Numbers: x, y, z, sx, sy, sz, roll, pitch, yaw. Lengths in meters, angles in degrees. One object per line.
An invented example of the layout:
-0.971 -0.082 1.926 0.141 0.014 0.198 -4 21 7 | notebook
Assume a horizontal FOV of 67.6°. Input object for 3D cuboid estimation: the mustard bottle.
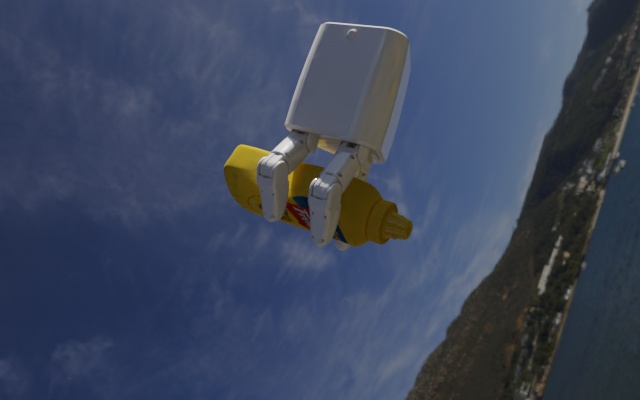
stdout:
0.000 0.002 0.474 0.191 0.058 0.096 17 -26 29 | mustard bottle
